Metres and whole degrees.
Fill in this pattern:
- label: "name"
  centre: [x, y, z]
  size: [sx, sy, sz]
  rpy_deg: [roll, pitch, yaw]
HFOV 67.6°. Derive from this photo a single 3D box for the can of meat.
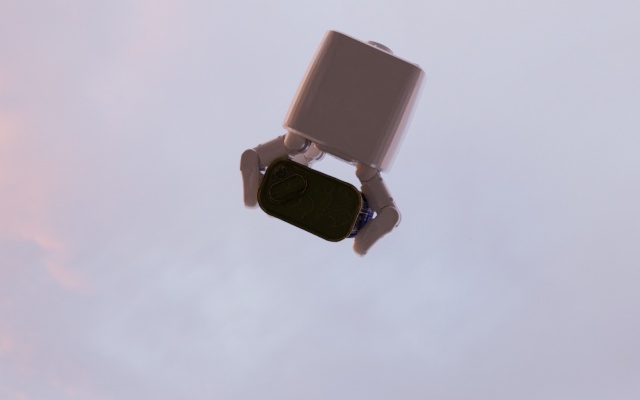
- label: "can of meat"
  centre: [0.000, 0.002, 0.486]
  size: [0.102, 0.057, 0.084]
  rpy_deg: [23, 3, 18]
